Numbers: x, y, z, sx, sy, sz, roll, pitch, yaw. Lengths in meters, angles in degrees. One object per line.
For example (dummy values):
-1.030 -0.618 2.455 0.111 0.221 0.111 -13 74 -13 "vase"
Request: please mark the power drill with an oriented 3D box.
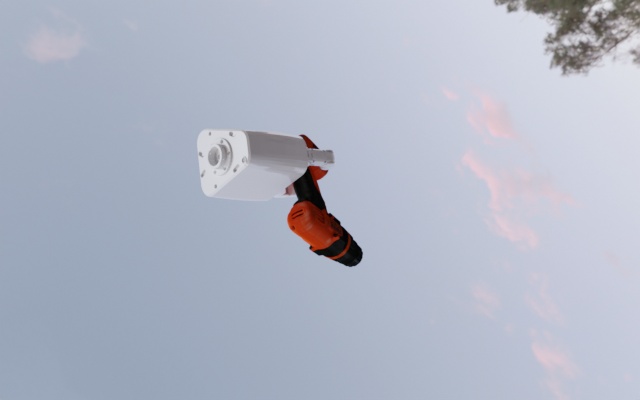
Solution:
0.000 0.002 0.744 0.057 0.187 0.184 -27 -36 15 "power drill"
